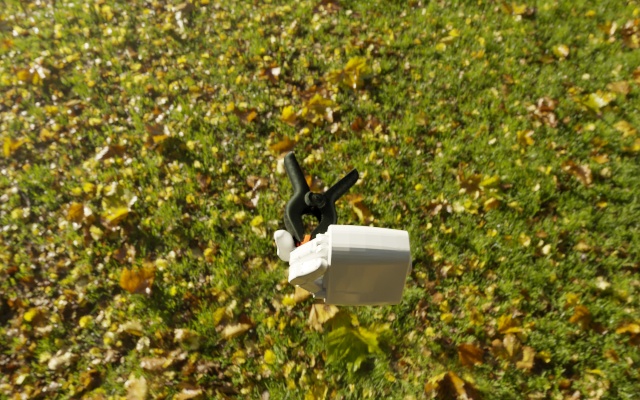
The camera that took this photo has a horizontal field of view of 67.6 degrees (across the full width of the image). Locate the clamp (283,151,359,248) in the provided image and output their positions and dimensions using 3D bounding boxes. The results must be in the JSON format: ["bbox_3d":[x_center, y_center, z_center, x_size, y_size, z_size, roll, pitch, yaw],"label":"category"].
[{"bbox_3d":[0.000,0.002,0.712,0.120,0.171,0.039,4,-33,-4],"label":"clamp"}]
